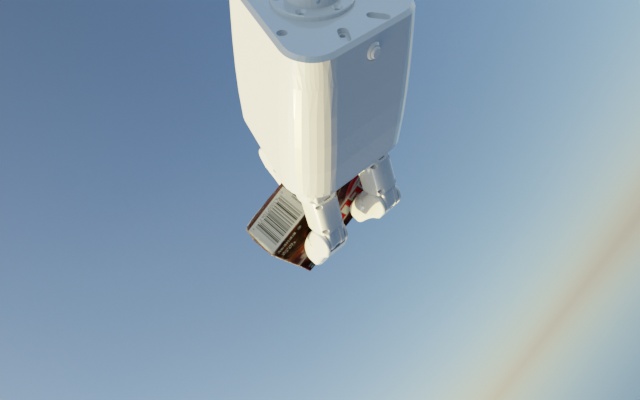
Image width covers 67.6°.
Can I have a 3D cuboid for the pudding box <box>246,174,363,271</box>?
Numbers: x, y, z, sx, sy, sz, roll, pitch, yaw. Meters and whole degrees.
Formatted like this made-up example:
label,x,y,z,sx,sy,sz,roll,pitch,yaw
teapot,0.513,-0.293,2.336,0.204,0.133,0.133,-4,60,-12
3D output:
label,x,y,z,sx,sy,sz,roll,pitch,yaw
pudding box,0.000,0.001,0.406,0.039,0.113,0.090,41,0,25
